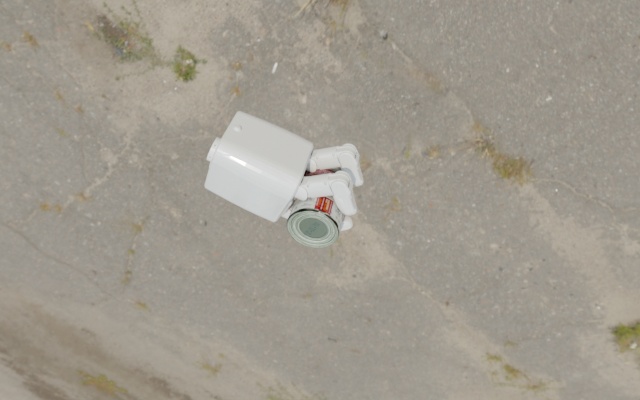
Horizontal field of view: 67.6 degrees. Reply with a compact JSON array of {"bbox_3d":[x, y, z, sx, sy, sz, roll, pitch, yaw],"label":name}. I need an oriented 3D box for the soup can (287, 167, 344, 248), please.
[{"bbox_3d":[0.000,0.003,0.616,0.068,0.069,0.102,0,42,15],"label":"soup can"}]
